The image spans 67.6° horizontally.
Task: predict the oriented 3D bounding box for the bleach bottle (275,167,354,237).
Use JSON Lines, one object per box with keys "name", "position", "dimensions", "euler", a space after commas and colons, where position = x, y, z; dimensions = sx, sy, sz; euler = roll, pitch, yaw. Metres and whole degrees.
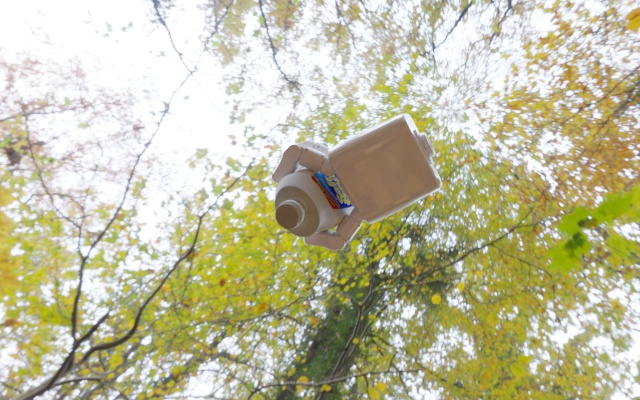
{"name": "bleach bottle", "position": [0.000, 0.002, 0.643], "dimensions": [0.068, 0.102, 0.251], "euler": [-27, 3, 19]}
